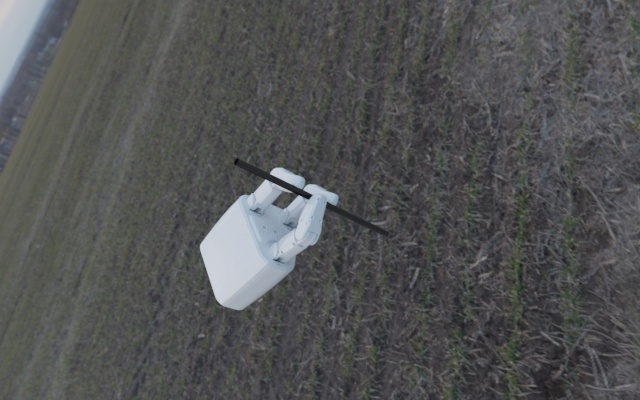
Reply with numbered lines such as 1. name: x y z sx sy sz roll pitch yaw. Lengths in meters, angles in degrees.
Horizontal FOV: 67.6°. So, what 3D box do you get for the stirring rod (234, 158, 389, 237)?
1. stirring rod: 0.000 0.002 0.574 0.239 0.011 0.011 26 -15 -35
